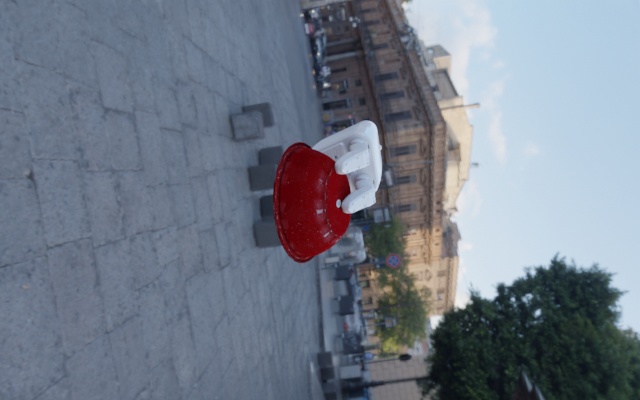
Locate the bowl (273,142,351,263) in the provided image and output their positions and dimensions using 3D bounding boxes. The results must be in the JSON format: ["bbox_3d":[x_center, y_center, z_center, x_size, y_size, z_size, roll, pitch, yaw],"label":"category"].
[{"bbox_3d":[0.000,0.003,0.629,0.055,0.162,0.162,-1,-1,25],"label":"bowl"}]
